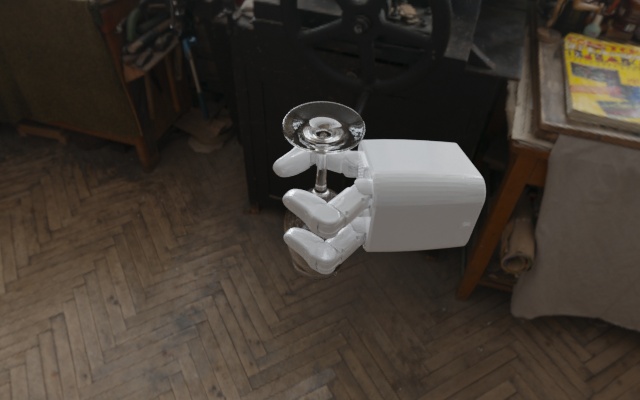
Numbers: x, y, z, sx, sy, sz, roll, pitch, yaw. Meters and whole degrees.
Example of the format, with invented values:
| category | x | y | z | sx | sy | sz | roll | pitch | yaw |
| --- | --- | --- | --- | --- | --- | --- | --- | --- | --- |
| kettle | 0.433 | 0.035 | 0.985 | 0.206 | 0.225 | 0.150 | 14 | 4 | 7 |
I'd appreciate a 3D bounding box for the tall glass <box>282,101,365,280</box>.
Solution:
| category | x | y | z | sx | sy | sz | roll | pitch | yaw |
| --- | --- | --- | --- | --- | --- | --- | --- | --- | --- |
| tall glass | 0.000 | 0.001 | 0.496 | 0.079 | 0.079 | 0.201 | 0 | -43 | -3 |
